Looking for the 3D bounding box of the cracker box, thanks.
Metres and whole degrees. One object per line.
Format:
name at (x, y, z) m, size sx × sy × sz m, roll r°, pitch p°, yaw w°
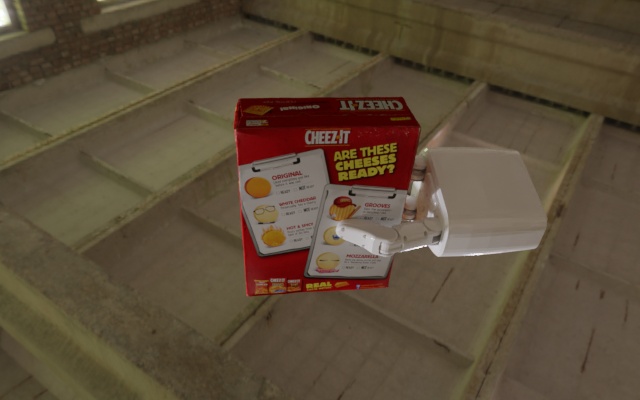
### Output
cracker box at (0.000, 0.002, 0.497) m, size 0.164 × 0.214 × 0.072 m, roll -2°, pitch 38°, yaw -7°
